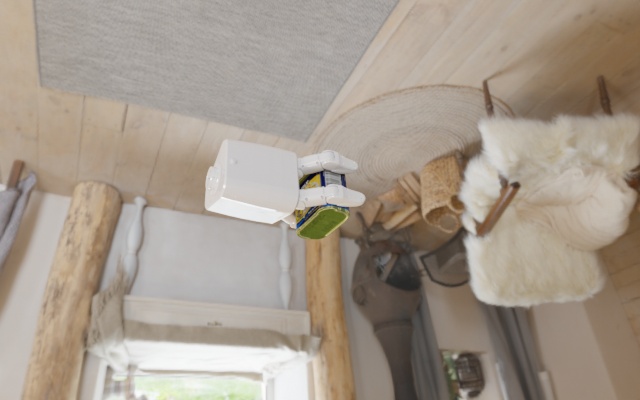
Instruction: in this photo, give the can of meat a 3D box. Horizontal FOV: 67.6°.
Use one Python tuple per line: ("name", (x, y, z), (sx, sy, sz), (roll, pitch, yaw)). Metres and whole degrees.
("can of meat", (0.000, 0.003, 0.729), (0.057, 0.084, 0.102), (14, -36, -27))
